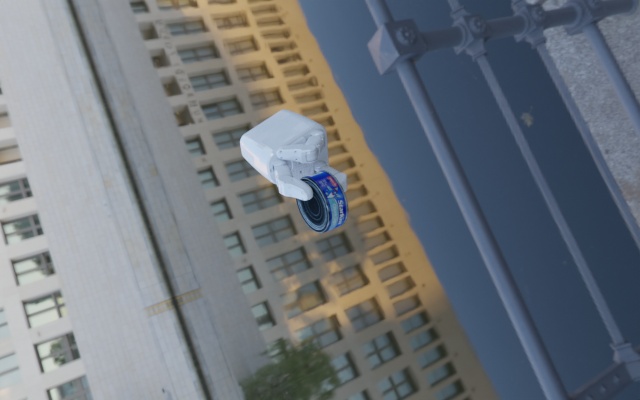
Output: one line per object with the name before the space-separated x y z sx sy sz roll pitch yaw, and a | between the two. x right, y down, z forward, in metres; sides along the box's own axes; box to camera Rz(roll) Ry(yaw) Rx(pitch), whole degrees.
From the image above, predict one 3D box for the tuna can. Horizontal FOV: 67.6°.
tuna can | 0.000 0.002 0.681 0.033 0.086 0.086 -21 11 -30
